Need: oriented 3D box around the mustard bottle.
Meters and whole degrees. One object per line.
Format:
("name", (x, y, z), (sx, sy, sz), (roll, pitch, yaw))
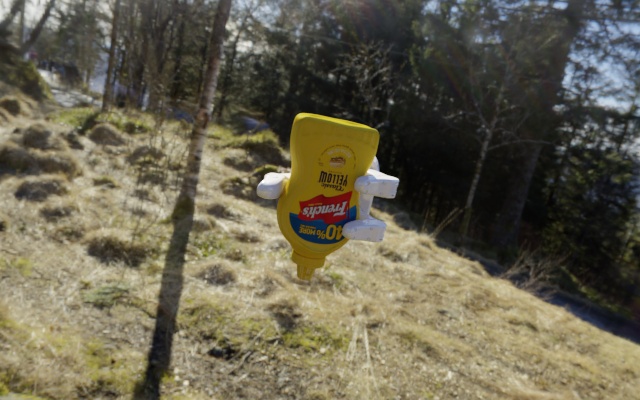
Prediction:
("mustard bottle", (0.000, 0.002, 0.553), (0.096, 0.192, 0.058), (8, 15, -20))
